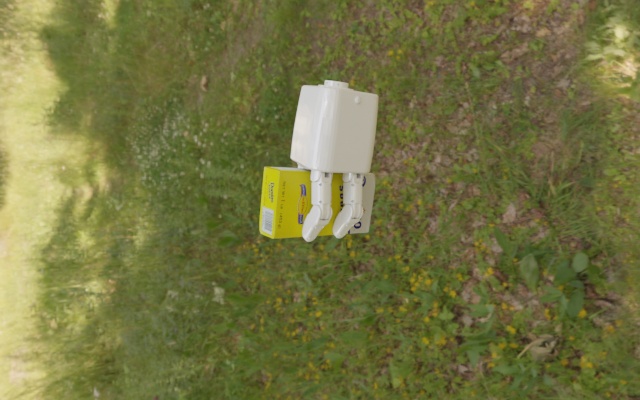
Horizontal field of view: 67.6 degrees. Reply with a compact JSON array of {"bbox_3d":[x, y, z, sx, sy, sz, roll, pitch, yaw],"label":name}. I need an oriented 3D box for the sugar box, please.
[{"bbox_3d":[0.000,0.002,0.681,0.176,0.093,0.048,-1,12,-36],"label":"sugar box"}]
